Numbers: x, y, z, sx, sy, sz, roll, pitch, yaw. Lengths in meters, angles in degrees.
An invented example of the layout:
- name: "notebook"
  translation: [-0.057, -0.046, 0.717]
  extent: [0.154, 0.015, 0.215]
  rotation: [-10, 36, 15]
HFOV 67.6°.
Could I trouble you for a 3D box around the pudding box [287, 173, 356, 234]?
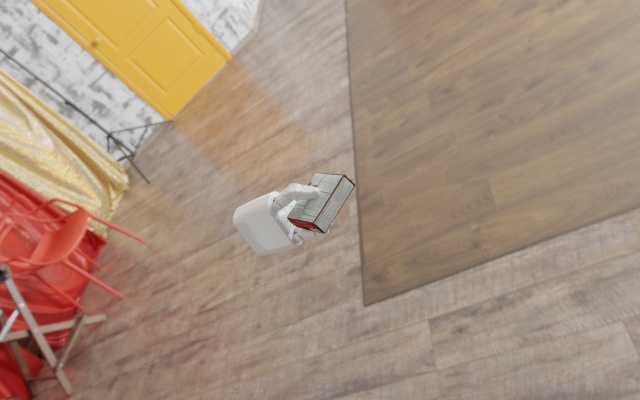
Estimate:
- name: "pudding box"
  translation: [0.000, 0.003, 0.882]
  extent: [0.039, 0.113, 0.090]
  rotation: [42, -19, -33]
